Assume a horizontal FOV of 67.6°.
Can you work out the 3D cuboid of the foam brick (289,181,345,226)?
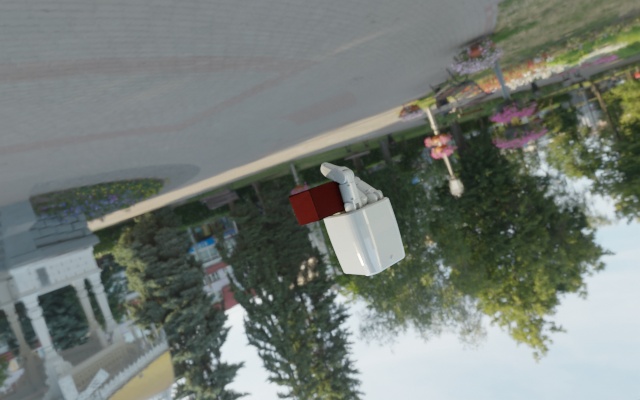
[{"bbox_3d":[0.000,0.003,0.766,0.078,0.051,0.053,-21,3,-42],"label":"foam brick"}]
